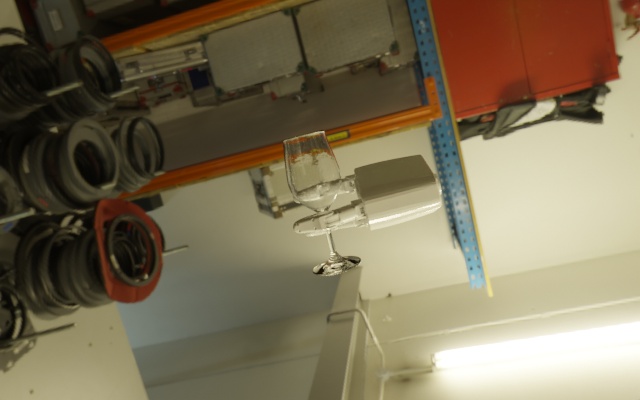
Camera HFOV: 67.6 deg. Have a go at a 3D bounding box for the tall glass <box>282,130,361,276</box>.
[{"bbox_3d":[0.000,0.003,0.694,0.079,0.201,0.079,-15,9,2],"label":"tall glass"}]
